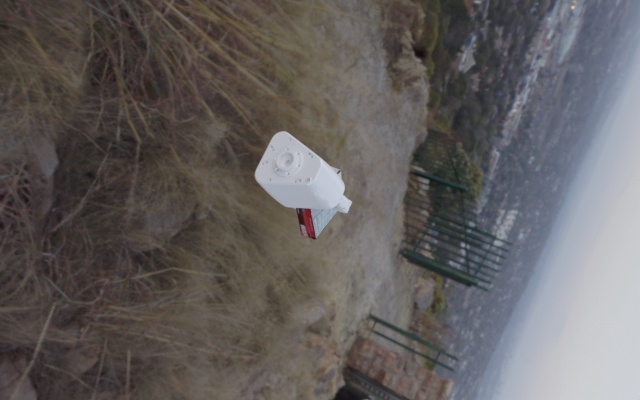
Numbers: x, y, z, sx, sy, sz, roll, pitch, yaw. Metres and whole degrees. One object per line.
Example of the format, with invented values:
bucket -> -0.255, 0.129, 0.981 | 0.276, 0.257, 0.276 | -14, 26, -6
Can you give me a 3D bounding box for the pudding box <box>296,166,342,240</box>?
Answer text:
pudding box -> 0.000, 0.003, 0.888 | 0.039, 0.090, 0.113 | 22, 52, 26
